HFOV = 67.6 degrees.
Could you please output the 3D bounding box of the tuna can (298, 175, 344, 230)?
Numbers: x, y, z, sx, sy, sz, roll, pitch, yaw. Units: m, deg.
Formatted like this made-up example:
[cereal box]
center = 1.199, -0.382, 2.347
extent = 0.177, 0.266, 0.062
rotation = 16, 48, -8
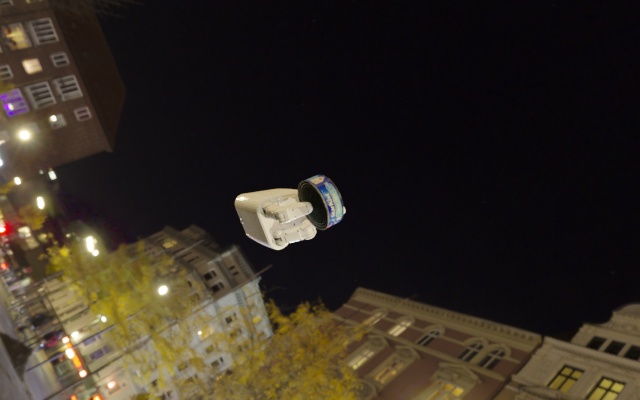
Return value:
[tuna can]
center = 0.001, 0.002, 0.773
extent = 0.033, 0.086, 0.086
rotation = -25, 12, -26
